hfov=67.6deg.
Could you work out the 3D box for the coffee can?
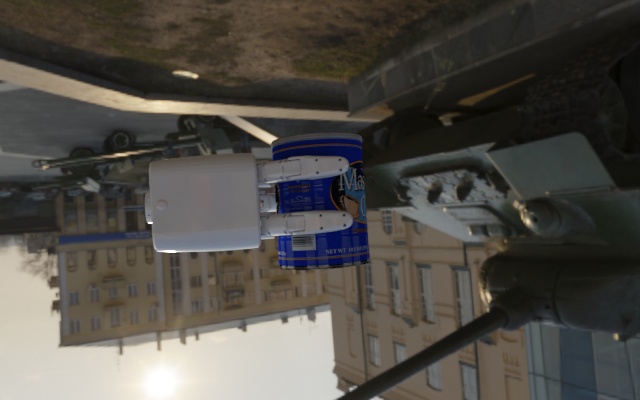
[{"bbox_3d":[0.000,0.002,0.535,0.103,0.140,0.103,-4,-2,0],"label":"coffee can"}]
